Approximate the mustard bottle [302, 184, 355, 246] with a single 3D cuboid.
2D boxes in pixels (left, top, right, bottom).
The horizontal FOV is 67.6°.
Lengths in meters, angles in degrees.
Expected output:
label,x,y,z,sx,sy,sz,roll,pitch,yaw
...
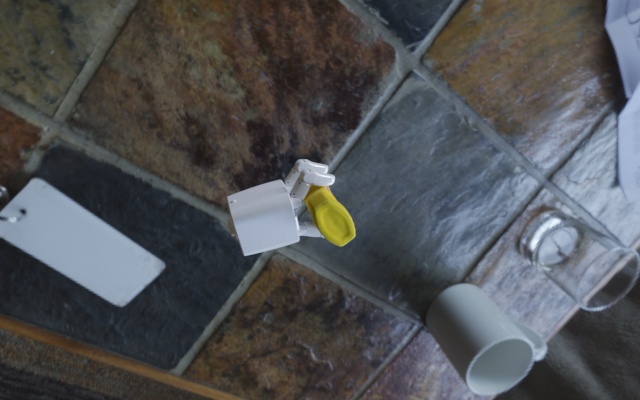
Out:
label,x,y,z,sx,sy,sz,roll,pitch,yaw
mustard bottle,0.001,0.003,0.870,0.058,0.096,0.191,-38,28,2
